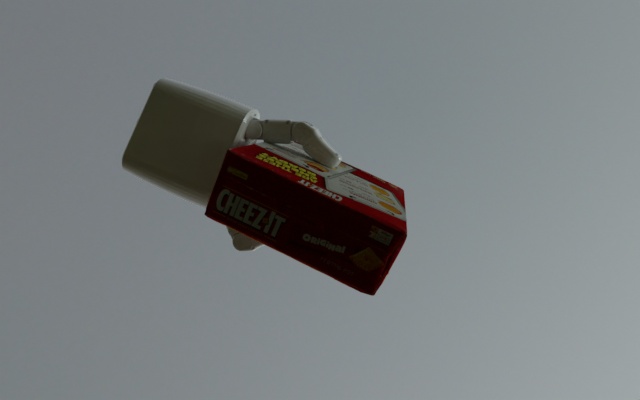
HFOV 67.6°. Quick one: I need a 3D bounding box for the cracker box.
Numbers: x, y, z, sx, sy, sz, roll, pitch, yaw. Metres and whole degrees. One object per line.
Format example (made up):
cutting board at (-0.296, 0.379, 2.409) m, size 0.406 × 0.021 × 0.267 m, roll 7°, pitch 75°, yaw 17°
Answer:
cracker box at (0.000, 0.001, 0.494) m, size 0.164 × 0.072 × 0.213 m, roll 25°, pitch 14°, yaw 4°
